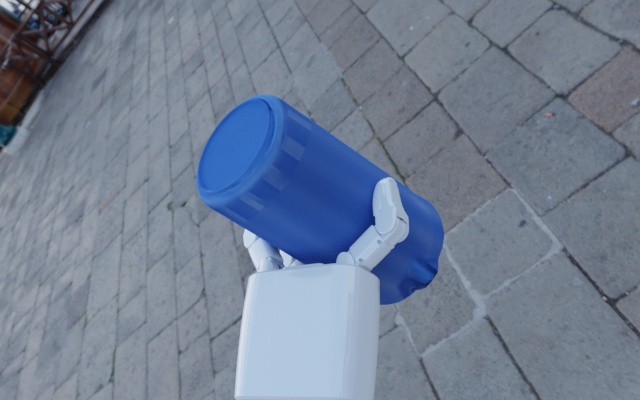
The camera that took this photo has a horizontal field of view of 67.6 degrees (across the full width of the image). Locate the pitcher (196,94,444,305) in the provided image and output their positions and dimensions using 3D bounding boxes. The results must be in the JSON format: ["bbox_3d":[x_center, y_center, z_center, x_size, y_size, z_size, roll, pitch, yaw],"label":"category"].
[{"bbox_3d":[0.000,0.002,0.475,0.149,0.145,0.243,-20,-38,36],"label":"pitcher"}]
